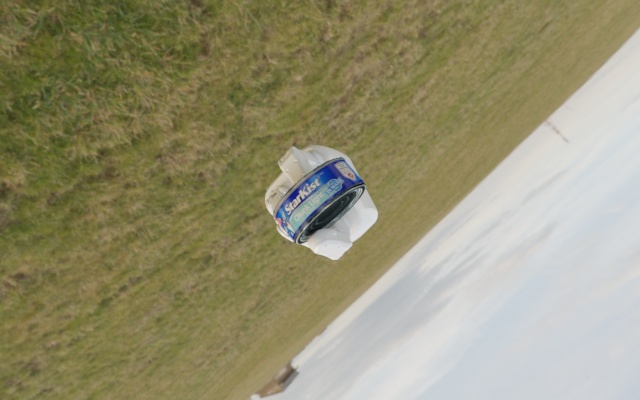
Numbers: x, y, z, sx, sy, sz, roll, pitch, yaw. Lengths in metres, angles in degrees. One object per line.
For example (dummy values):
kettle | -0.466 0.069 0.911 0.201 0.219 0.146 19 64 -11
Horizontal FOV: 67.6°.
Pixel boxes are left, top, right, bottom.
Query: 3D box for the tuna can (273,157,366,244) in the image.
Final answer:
tuna can | 0.000 0.002 0.439 0.086 0.033 0.086 -38 -13 -11
